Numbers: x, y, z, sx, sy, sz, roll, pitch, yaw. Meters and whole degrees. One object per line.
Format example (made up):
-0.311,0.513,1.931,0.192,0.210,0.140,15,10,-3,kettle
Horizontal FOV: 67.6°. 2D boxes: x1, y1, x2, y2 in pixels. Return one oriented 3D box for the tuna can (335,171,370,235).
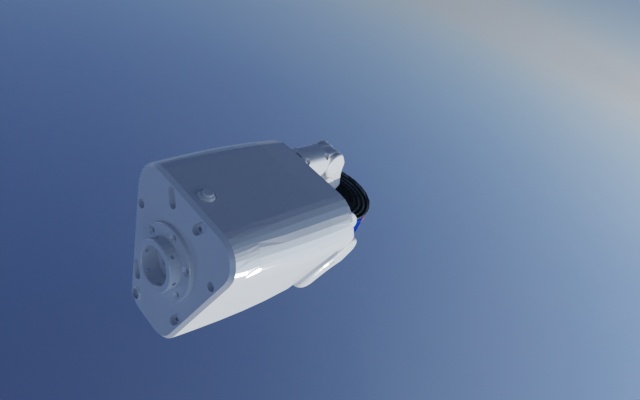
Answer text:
0.000,0.002,0.444,0.086,0.034,0.086,17,33,-11,tuna can
